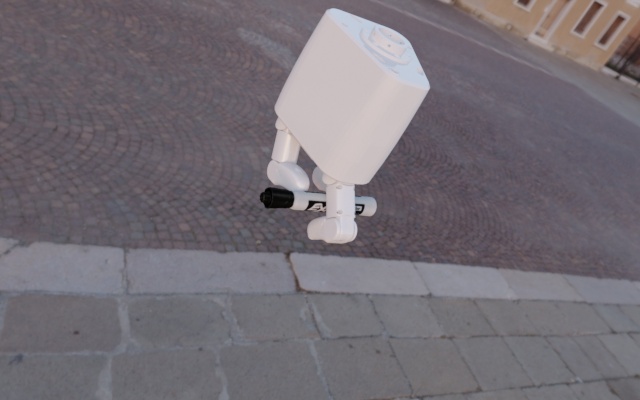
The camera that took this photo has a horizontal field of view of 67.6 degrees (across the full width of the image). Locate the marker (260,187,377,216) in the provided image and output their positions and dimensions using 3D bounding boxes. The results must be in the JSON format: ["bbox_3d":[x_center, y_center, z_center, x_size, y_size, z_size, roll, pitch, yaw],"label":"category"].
[{"bbox_3d":[0.000,0.001,0.440,0.121,0.020,0.020,5,-3,-34],"label":"marker"}]
